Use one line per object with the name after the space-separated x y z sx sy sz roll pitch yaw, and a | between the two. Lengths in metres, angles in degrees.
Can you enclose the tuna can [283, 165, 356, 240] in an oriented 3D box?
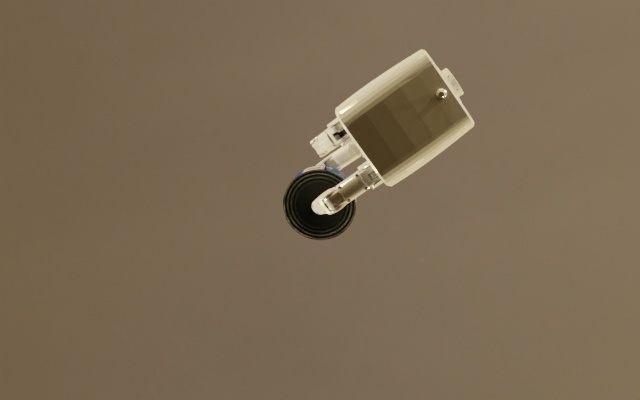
0.000 0.002 0.570 0.086 0.086 0.033 0 15 6 | tuna can
